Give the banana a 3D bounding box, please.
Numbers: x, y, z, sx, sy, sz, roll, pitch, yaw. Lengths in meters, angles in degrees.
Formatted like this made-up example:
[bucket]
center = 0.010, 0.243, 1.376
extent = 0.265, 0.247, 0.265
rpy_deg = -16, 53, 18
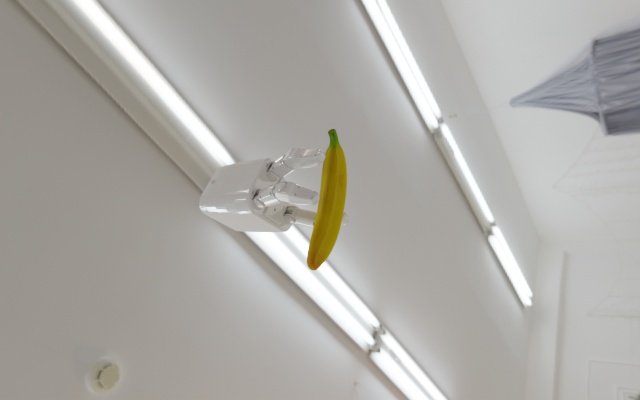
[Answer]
[banana]
center = 0.009, 0.004, 0.673
extent = 0.037, 0.197, 0.070
rpy_deg = -1, -16, 28
